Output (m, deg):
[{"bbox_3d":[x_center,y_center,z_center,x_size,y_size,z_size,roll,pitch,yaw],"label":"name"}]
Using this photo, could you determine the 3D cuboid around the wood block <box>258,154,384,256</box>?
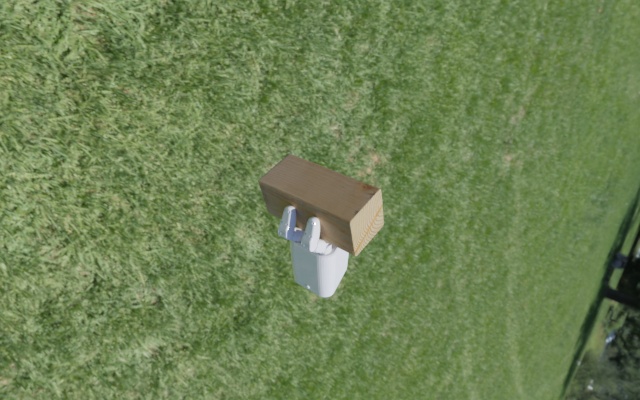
[{"bbox_3d":[0.000,0.003,0.850,0.206,0.090,0.090,24,53,32],"label":"wood block"}]
